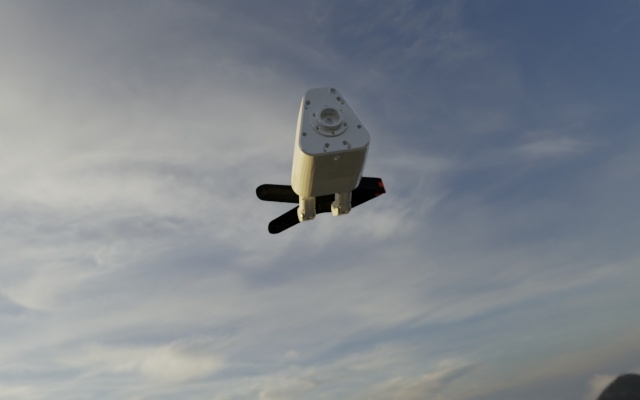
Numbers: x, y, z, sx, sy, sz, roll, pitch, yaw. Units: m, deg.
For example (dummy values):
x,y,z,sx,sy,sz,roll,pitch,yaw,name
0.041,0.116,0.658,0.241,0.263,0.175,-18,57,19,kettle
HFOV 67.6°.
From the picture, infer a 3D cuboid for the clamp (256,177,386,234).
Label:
x,y,z,sx,sy,sz,roll,pitch,yaw,name
0.000,0.002,0.780,0.210,0.036,0.165,-10,-23,-11,clamp
